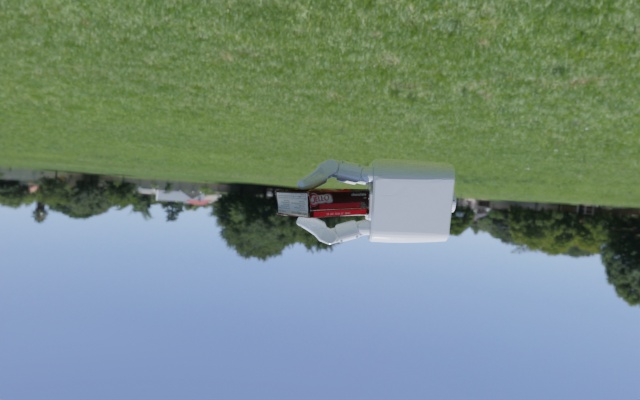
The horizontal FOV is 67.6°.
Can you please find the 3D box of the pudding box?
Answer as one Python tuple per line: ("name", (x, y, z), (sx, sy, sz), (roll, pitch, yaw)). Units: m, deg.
("pudding box", (0.000, 0.002, 0.648), (0.090, 0.039, 0.113), (-1, 0, -27))
